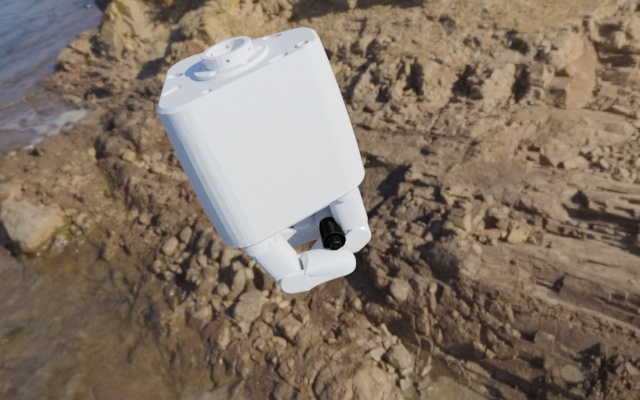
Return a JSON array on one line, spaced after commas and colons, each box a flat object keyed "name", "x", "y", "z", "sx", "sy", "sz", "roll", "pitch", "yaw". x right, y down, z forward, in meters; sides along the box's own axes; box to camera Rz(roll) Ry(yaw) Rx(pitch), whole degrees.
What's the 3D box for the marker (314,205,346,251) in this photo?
[{"name": "marker", "x": 0.000, "y": 0.001, "z": 0.407, "sx": 0.020, "sy": 0.020, "sz": 0.121, "roll": 0, "pitch": 33, "yaw": -13}]
